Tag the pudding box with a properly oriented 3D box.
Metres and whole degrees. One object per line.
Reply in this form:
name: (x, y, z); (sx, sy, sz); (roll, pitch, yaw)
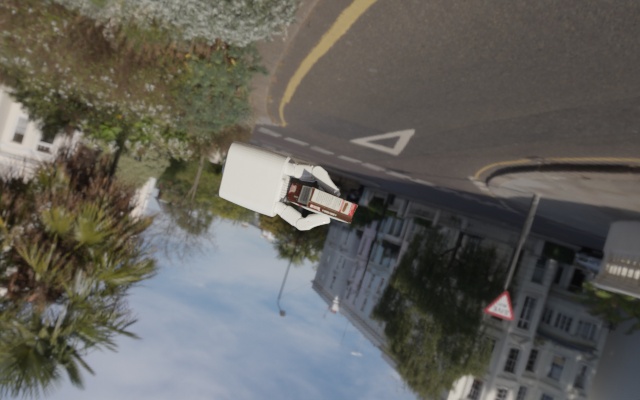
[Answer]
pudding box: (0.000, 0.003, 0.841); (0.090, 0.039, 0.113); (20, 0, -22)
